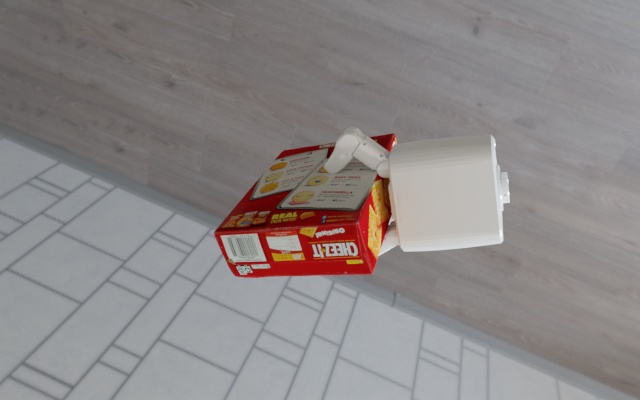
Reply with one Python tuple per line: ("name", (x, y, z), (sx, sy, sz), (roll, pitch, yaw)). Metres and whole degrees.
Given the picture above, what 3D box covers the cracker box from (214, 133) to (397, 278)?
("cracker box", (0.000, 0.002, 0.568), (0.164, 0.072, 0.213), (-6, 28, 22))
